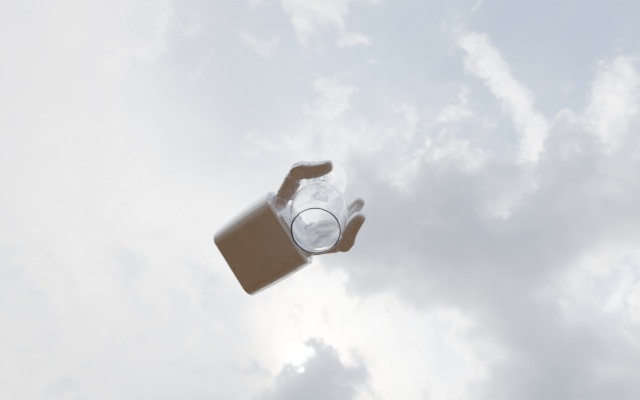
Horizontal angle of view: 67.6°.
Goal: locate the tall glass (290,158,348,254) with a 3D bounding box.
[{"bbox_3d":[0.000,0.002,0.672,0.079,0.079,0.201,0,21,3],"label":"tall glass"}]
